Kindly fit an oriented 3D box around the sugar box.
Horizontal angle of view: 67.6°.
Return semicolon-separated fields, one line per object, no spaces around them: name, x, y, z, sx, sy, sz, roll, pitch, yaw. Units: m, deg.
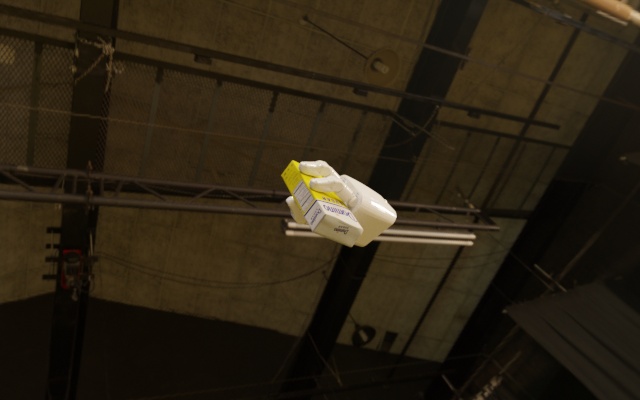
sugar box;0.001;0.002;0.847;0.093;0.048;0.176;24;19;-37
